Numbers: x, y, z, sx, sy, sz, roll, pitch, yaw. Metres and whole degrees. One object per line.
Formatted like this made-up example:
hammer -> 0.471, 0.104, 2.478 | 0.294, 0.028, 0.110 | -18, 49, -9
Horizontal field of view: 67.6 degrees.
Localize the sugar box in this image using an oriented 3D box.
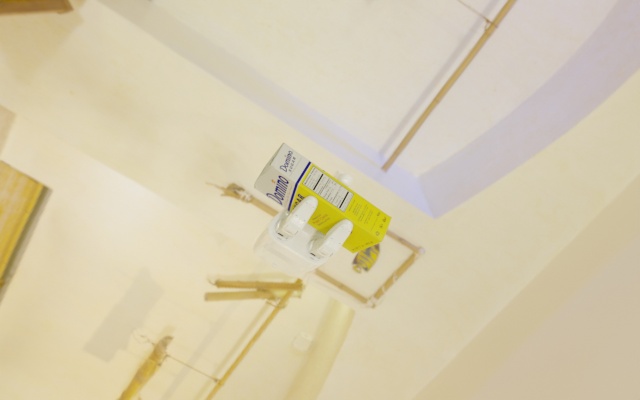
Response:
sugar box -> 0.000, 0.003, 0.645 | 0.176, 0.048, 0.093 | 32, -26, -10
